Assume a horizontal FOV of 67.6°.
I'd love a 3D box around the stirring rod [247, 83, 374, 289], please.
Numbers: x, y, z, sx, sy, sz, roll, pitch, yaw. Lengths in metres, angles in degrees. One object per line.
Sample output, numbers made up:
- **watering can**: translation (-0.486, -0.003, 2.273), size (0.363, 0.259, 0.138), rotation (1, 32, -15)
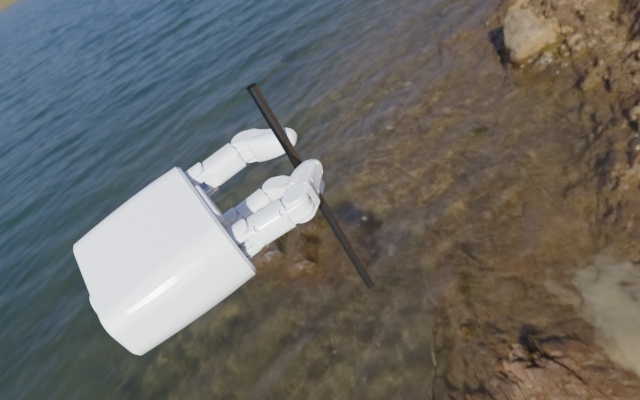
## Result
- **stirring rod**: translation (0.000, 0.002, 0.418), size (0.011, 0.240, 0.011), rotation (-20, 36, 15)
